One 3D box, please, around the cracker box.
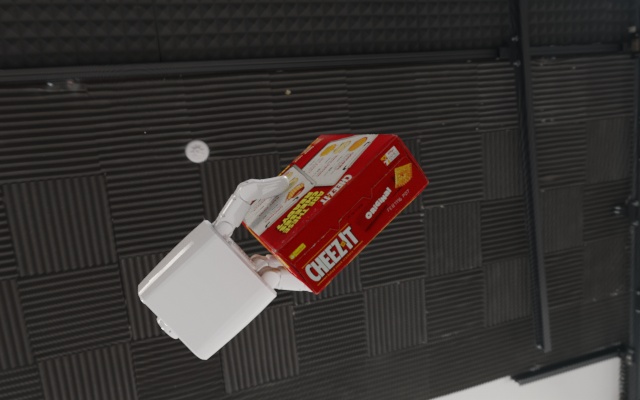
[{"bbox_3d":[0.000,0.002,0.552,0.164,0.072,0.213,-44,19,-9],"label":"cracker box"}]
